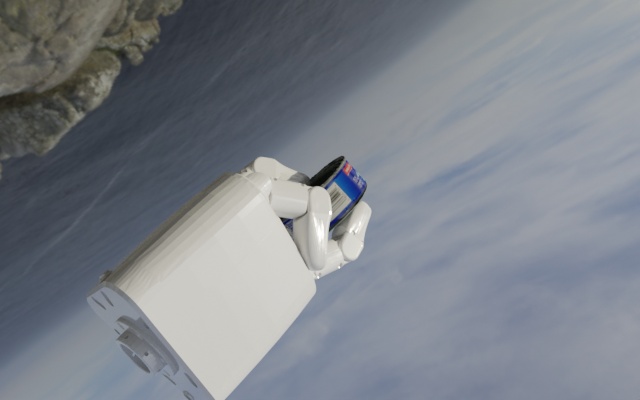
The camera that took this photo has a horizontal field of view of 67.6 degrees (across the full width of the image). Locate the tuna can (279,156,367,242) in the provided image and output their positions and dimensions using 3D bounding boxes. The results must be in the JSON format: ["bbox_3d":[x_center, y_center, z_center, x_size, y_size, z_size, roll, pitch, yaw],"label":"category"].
[{"bbox_3d":[0.000,0.002,0.425,0.086,0.034,0.086,-42,10,9],"label":"tuna can"}]
